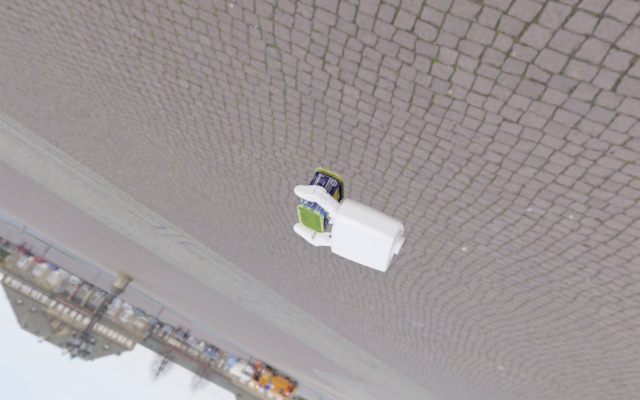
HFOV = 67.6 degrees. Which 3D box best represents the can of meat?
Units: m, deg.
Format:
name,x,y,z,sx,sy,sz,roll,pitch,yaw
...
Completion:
name,x,y,z,sx,sy,sz,roll,pitch,yaw
can of meat,0.000,0.003,0.872,0.057,0.084,0.102,23,-22,13
